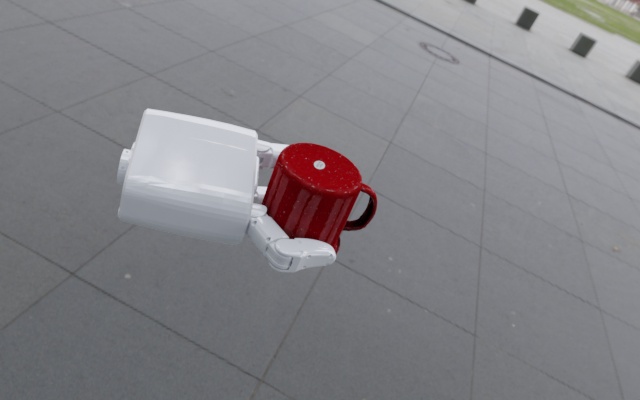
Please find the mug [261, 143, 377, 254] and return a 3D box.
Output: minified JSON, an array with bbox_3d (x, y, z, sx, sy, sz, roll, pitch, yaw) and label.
[{"bbox_3d":[0.002,0.002,0.456,0.117,0.081,0.093,10,35,-18],"label":"mug"}]
